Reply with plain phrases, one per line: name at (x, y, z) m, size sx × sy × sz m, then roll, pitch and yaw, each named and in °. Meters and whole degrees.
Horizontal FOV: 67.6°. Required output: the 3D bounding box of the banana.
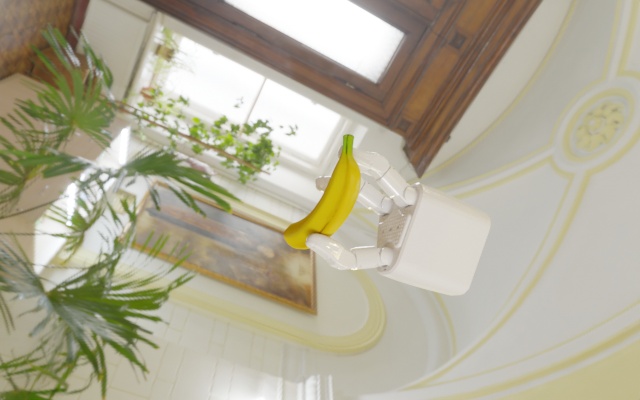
banana at (0.001, 0.014, 0.560) m, size 0.037 × 0.069 × 0.198 m, roll 17°, pitch -43°, yaw -19°
